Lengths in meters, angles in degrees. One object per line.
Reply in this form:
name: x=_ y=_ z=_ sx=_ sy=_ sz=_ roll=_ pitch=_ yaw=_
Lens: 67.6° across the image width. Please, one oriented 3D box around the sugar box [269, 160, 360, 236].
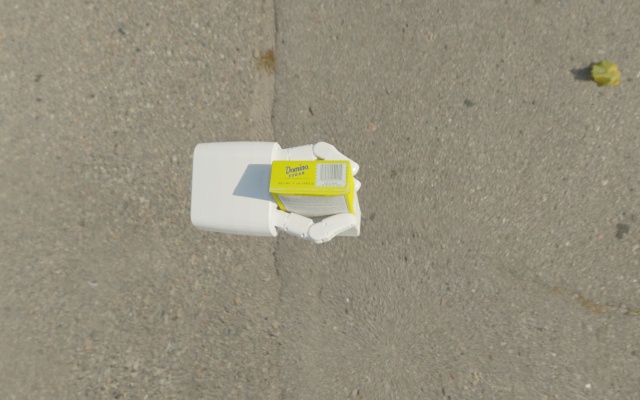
sugar box: x=0.000 y=0.001 z=0.613 sx=0.093 sy=0.048 sz=0.176 roll=2 pitch=-17 yaw=8
